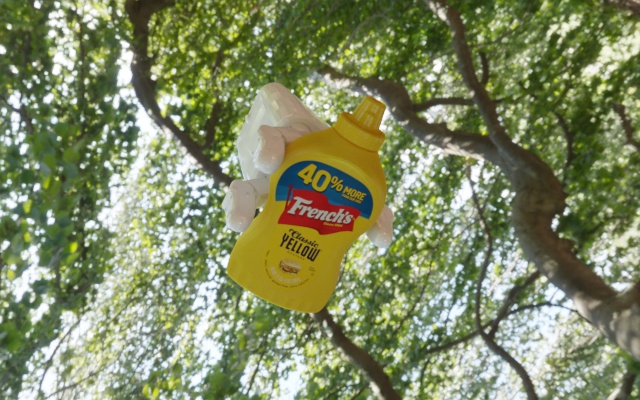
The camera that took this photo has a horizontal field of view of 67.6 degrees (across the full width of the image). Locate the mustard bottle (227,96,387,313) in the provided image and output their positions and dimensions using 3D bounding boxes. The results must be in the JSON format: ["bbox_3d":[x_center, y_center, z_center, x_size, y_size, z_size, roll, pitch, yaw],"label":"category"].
[{"bbox_3d":[0.000,0.002,0.401,0.096,0.192,0.058,26,22,-7],"label":"mustard bottle"}]
